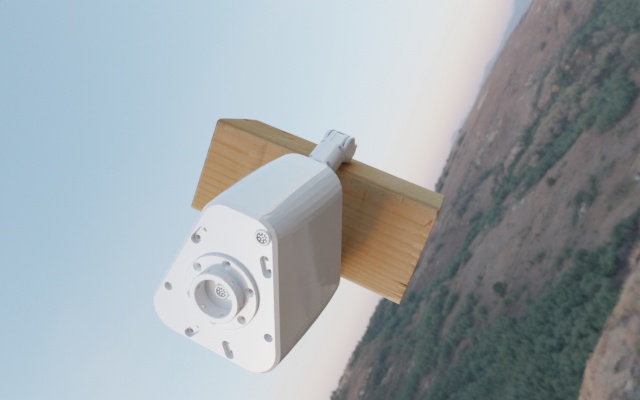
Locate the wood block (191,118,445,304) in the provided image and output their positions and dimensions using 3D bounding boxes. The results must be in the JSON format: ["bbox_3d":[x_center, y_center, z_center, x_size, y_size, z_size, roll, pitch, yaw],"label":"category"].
[{"bbox_3d":[0.000,0.001,0.446,0.206,0.091,0.090,24,14,12],"label":"wood block"}]
